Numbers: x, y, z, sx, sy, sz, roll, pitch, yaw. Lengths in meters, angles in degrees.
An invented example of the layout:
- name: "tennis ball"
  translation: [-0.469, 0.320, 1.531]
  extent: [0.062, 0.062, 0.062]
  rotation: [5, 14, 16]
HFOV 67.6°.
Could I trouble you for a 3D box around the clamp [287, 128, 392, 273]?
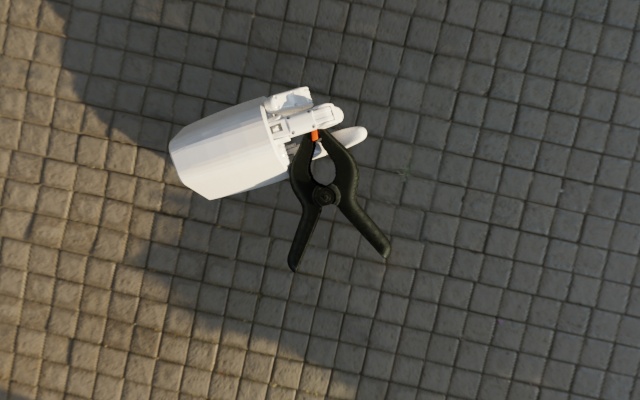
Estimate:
- name: "clamp"
  translation: [0.000, 0.002, 0.543]
  extent: [0.120, 0.171, 0.039]
  rotation: [-19, 3, 2]
